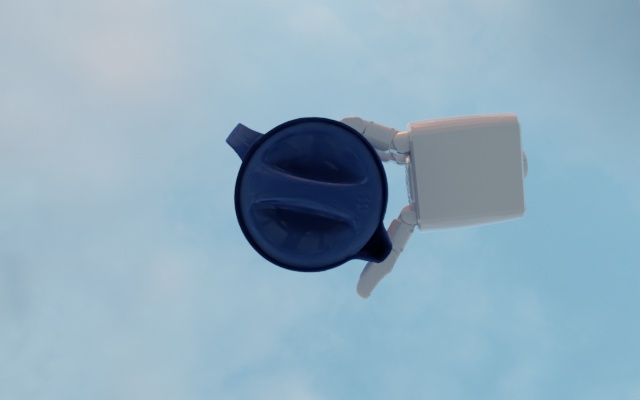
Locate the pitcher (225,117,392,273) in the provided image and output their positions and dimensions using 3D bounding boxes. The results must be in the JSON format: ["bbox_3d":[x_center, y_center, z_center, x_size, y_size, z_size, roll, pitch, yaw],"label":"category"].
[{"bbox_3d":[0.000,0.002,0.515,0.145,0.149,0.243,-8,-9,7],"label":"pitcher"}]
